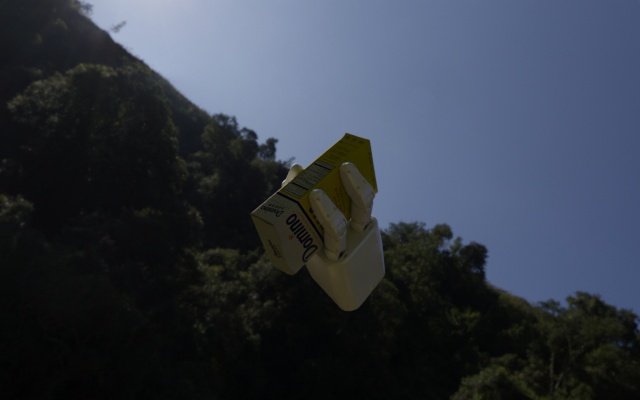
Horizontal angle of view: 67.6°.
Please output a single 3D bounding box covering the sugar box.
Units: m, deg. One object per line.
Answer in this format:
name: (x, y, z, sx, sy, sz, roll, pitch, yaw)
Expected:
sugar box: (0.001, 0.002, 0.596, 0.048, 0.093, 0.176, 22, 53, 35)
